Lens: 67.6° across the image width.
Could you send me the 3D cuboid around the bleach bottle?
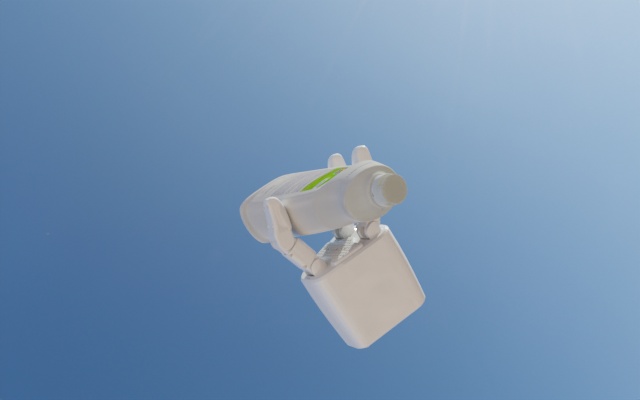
[{"bbox_3d":[0.000,0.002,0.540,0.102,0.068,0.251,-38,15,-26],"label":"bleach bottle"}]
